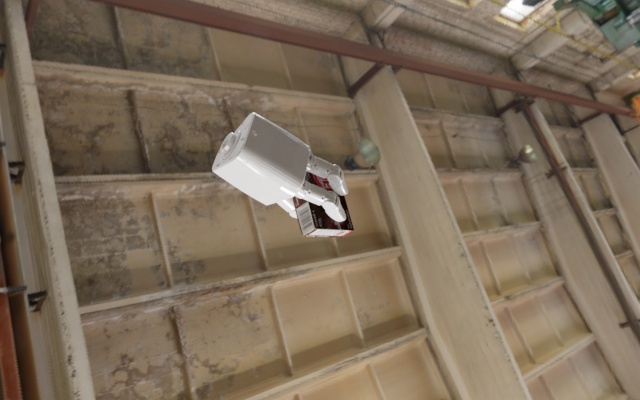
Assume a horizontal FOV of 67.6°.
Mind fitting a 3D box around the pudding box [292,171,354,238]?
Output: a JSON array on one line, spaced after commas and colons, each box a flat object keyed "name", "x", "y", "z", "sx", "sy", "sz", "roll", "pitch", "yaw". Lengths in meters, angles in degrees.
[{"name": "pudding box", "x": 0.000, "y": 0.003, "z": 0.774, "sx": 0.090, "sy": 0.113, "sz": 0.039, "roll": 5, "pitch": -26, "yaw": -43}]
